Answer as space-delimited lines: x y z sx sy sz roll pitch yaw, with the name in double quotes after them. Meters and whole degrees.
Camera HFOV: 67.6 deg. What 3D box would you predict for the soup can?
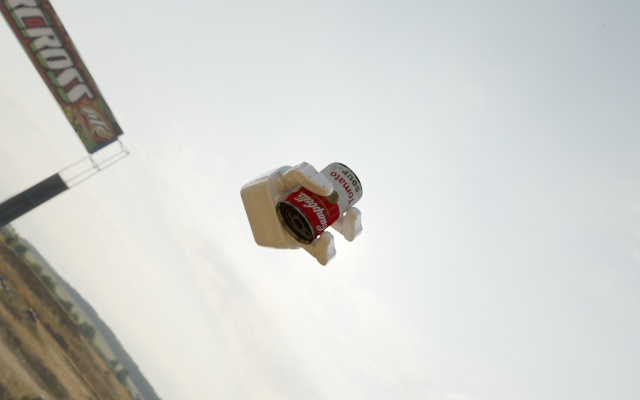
0.000 0.002 0.637 0.102 0.068 0.068 -39 22 -29 "soup can"
